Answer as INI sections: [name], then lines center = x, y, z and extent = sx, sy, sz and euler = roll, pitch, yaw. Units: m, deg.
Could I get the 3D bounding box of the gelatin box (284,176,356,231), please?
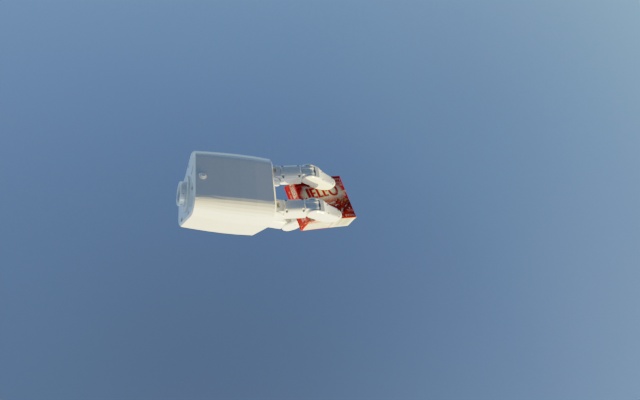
[gelatin box]
center = 0.000, 0.003, 0.697
extent = 0.089, 0.073, 0.030
euler = -4, -28, -35
